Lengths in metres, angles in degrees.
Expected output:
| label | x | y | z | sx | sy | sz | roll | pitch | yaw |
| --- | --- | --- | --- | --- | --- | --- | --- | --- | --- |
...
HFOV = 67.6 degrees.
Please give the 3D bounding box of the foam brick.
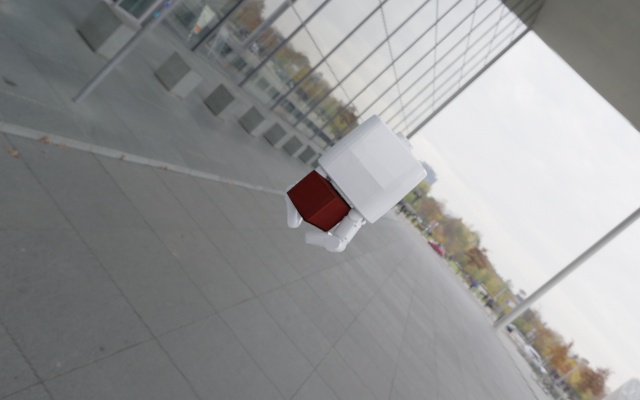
| label | x | y | z | sx | sy | sz | roll | pitch | yaw |
| --- | --- | --- | --- | --- | --- | --- | --- | --- | --- |
| foam brick | 0.000 | 0.002 | 0.653 | 0.051 | 0.053 | 0.078 | -39 | -25 | 9 |
